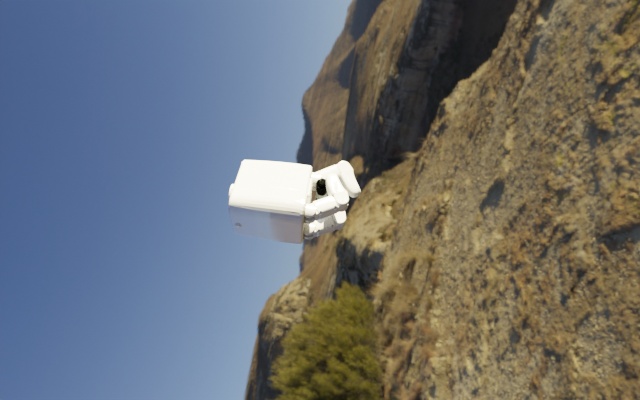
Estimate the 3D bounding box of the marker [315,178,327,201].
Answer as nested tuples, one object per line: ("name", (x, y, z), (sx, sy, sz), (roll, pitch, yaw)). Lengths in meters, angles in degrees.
("marker", (0.000, 0.002, 0.751), (0.020, 0.020, 0.121), (0, -29, -3))
